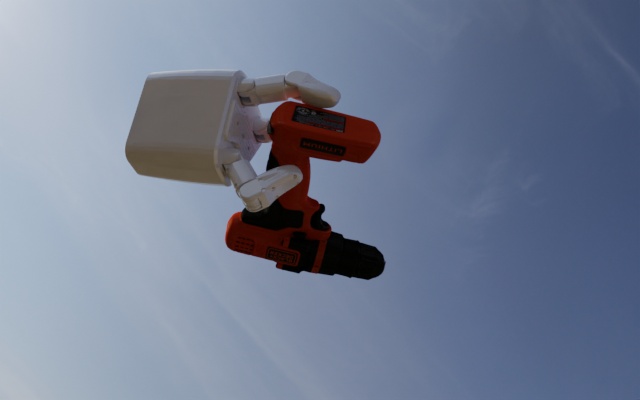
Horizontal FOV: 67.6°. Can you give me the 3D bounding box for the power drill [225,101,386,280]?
[{"bbox_3d":[0.000,0.001,0.500,0.184,0.188,0.057,13,34,-6],"label":"power drill"}]
